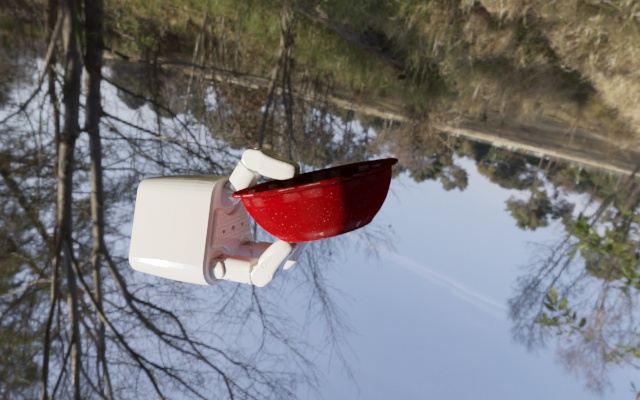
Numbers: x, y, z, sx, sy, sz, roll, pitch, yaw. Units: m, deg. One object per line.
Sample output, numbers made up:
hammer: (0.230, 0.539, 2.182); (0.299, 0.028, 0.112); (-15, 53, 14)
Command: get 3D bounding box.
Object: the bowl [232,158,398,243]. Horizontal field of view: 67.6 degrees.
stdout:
bowl: (0.001, 0.002, 0.460); (0.162, 0.055, 0.162); (-12, 7, 1)
